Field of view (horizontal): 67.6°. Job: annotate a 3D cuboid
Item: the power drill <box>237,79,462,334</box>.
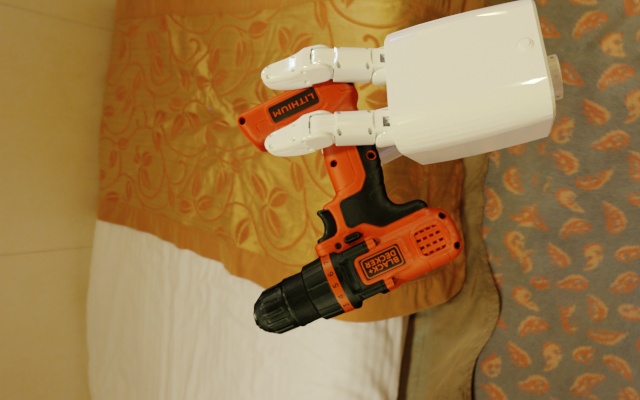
[{"bbox_3d":[0.000,0.001,0.406,0.184,0.187,0.057,-25,-6,4],"label":"power drill"}]
